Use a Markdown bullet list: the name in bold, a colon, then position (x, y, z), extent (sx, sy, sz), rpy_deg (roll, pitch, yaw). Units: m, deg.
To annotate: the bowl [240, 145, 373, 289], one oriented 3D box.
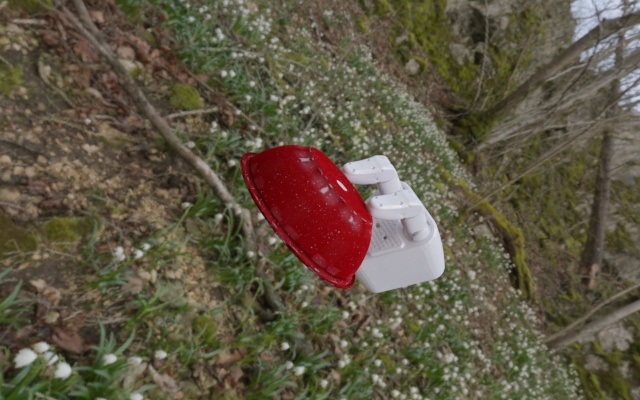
- **bowl**: position (0.000, 0.001, 0.449), extent (0.055, 0.162, 0.162), rpy_deg (-39, -11, 13)
